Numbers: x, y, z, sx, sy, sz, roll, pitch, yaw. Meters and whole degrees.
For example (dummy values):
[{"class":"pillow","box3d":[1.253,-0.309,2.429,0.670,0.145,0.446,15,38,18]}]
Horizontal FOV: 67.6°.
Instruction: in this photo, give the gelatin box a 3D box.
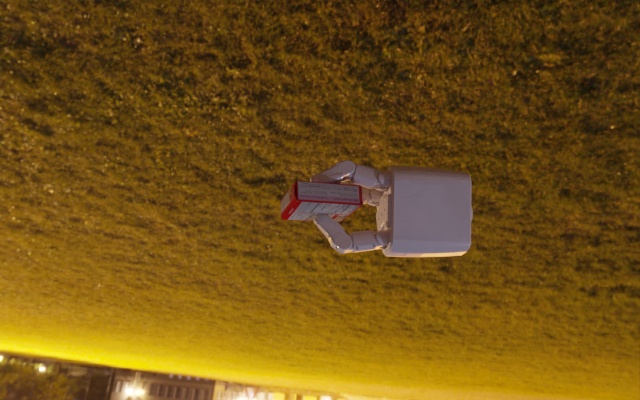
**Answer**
[{"class":"gelatin box","box3d":[0.000,0.002,0.613,0.089,0.030,0.073,3,-21,-19]}]
